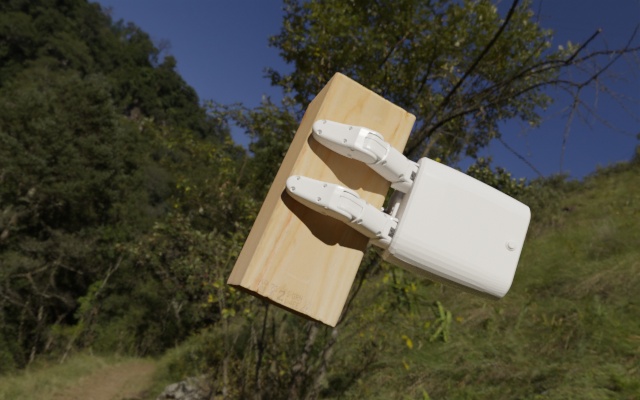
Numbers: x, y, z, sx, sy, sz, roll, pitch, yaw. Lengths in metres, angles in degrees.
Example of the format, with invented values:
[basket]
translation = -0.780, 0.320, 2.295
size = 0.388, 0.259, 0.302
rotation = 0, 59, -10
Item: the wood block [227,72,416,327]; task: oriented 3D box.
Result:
[wood block]
translation = 0.000, 0.002, 0.450
size = 0.090, 0.206, 0.091
rotation = 27, -16, -12
